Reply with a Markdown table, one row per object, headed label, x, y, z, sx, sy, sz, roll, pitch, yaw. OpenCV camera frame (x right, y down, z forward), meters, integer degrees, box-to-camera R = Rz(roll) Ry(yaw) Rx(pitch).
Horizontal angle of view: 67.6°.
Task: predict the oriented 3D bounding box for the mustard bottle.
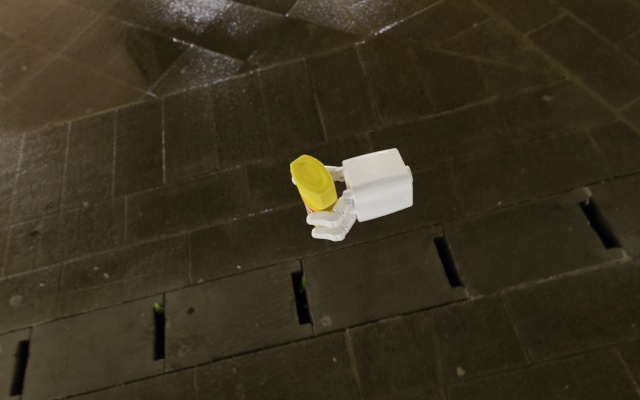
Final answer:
| label | x | y | z | sx | sy | sz | roll | pitch | yaw |
| --- | --- | --- | --- | --- | --- | --- | --- | --- | --- |
| mustard bottle | 0.000 | 0.003 | 0.892 | 0.058 | 0.096 | 0.192 | -37 | -30 | -11 |
